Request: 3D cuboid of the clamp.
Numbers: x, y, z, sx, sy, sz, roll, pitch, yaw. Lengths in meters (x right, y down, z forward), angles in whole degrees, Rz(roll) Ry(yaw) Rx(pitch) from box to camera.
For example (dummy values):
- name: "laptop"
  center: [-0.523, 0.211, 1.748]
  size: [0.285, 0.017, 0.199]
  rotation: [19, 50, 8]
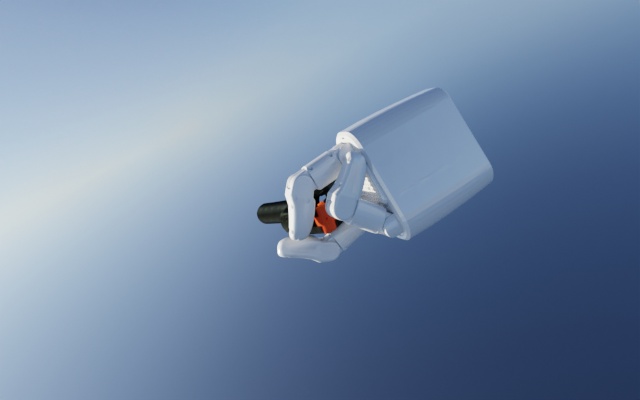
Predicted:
- name: "clamp"
  center: [0.000, 0.001, 0.520]
  size: [0.120, 0.039, 0.171]
  rotation: [-31, 15, -14]
